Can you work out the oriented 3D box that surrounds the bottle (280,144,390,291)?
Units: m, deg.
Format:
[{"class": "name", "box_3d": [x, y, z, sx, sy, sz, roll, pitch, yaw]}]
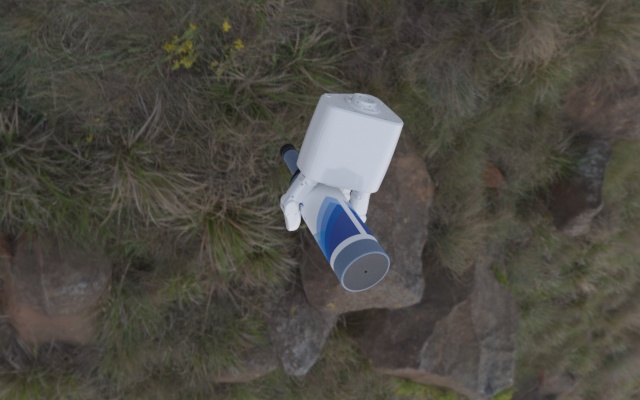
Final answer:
[{"class": "bottle", "box_3d": [0.000, 0.002, 0.688, 0.069, 0.069, 0.295, 0, 36, -28]}]
